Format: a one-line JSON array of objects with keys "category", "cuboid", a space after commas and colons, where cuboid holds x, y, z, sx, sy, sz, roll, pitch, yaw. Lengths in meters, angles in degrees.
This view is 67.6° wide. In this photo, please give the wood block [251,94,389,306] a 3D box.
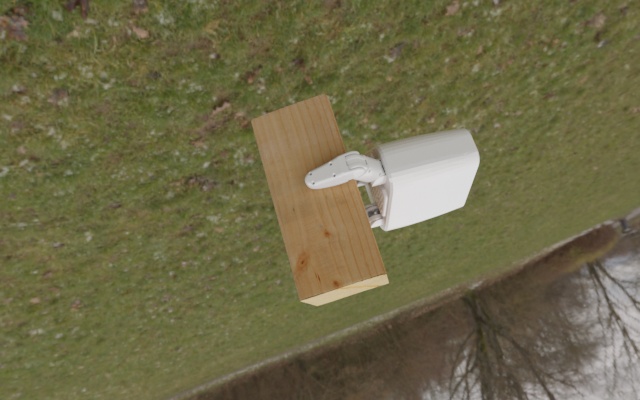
[{"category": "wood block", "cuboid": [0.000, 0.002, 0.531, 0.090, 0.206, 0.091, -19, -18, 5]}]
